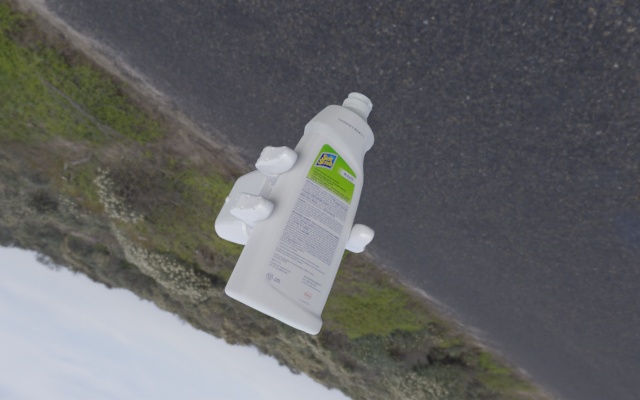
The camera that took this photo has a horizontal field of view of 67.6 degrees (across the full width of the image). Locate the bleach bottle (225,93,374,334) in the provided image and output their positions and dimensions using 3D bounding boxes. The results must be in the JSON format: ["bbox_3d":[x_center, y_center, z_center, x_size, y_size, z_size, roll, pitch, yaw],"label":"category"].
[{"bbox_3d":[0.000,0.002,0.500,0.102,0.250,0.068,34,-18,-27],"label":"bleach bottle"}]
